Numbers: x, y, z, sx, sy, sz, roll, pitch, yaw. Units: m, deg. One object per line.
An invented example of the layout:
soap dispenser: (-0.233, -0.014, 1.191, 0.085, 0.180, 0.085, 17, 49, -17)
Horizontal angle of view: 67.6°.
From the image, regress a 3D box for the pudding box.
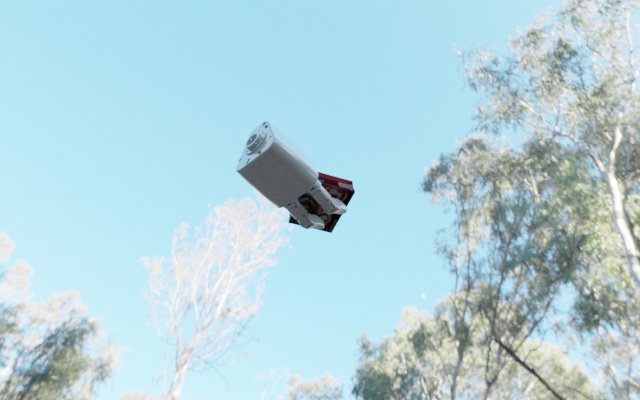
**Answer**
pudding box: (0.000, 0.003, 0.885, 0.090, 0.114, 0.039, 15, 40, -16)
